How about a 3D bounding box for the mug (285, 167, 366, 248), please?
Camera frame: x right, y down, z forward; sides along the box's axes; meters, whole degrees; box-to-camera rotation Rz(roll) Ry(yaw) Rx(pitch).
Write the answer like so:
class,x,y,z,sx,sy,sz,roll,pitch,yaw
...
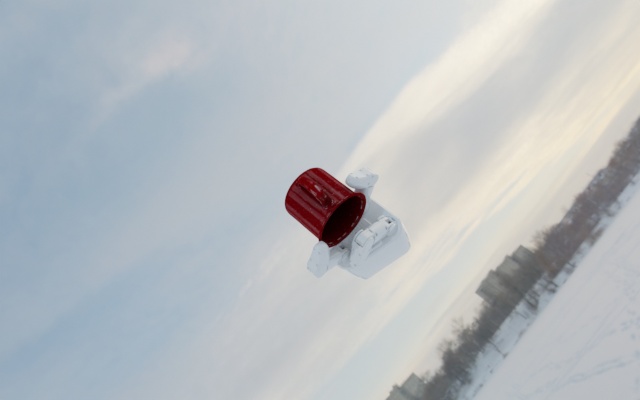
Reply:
class,x,y,z,sx,sy,sz,roll,pitch,yaw
mug,-0.001,0.002,0.662,0.081,0.093,0.117,38,-5,28
